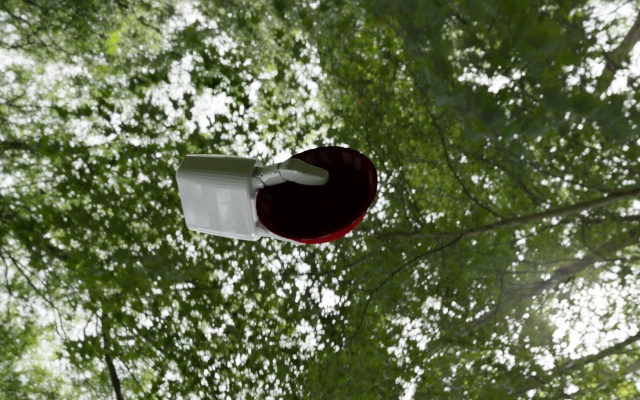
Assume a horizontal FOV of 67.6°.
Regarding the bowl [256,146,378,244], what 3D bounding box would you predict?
[{"bbox_3d":[0.001,0.003,0.622,0.162,0.162,0.055,0,-42,21],"label":"bowl"}]
